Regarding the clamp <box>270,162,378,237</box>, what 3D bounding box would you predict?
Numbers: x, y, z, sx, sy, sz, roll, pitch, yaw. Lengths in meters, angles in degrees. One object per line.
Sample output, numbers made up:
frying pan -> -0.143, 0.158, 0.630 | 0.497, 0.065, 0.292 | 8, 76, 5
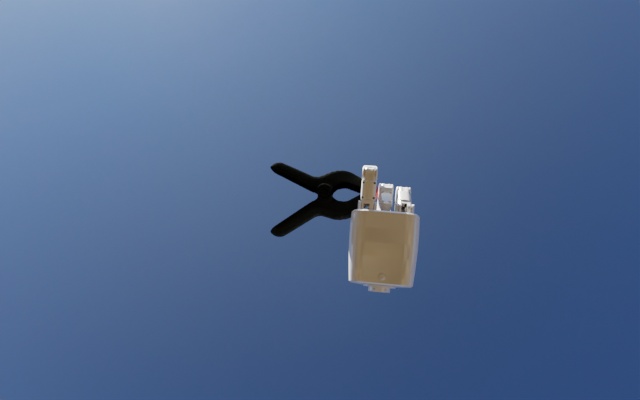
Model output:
clamp -> 0.000, 0.002, 0.732 | 0.171, 0.120, 0.039 | 4, -14, 8
